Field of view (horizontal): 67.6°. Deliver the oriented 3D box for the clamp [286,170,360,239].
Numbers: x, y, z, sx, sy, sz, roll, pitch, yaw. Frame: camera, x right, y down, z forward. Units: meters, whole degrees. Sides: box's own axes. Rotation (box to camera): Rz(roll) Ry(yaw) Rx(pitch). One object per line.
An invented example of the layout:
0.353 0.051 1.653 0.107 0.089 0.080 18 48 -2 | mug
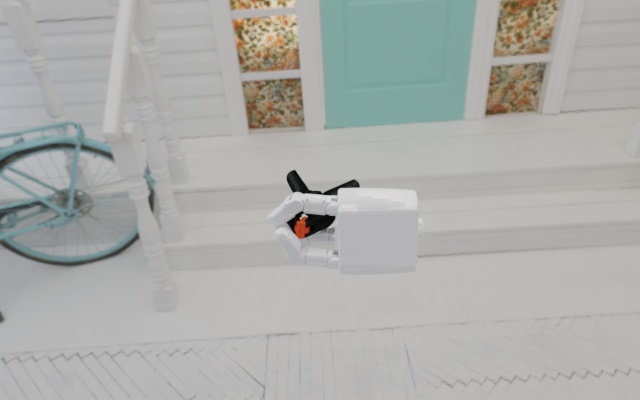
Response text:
0.000 0.002 0.720 0.120 0.039 0.171 0 32 4 | clamp
